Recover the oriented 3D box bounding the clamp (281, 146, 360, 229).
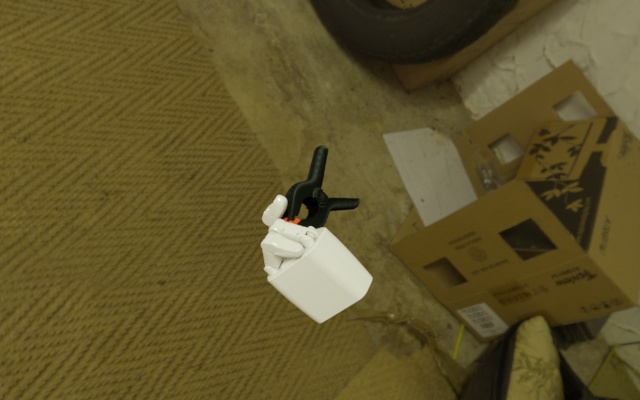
[{"bbox_3d":[0.000,0.002,0.753,0.039,0.120,0.171,-27,21,48],"label":"clamp"}]
